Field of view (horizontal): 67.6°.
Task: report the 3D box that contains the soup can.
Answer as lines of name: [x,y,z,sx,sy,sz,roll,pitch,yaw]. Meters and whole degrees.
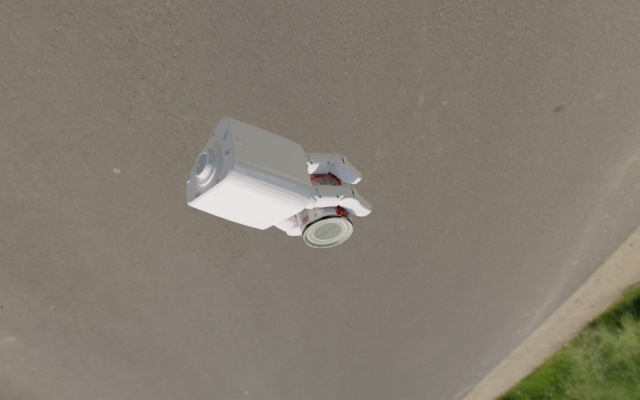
soup can: [0.000,0.003,0.628,0.068,0.102,0.069,-9,-37,-7]
